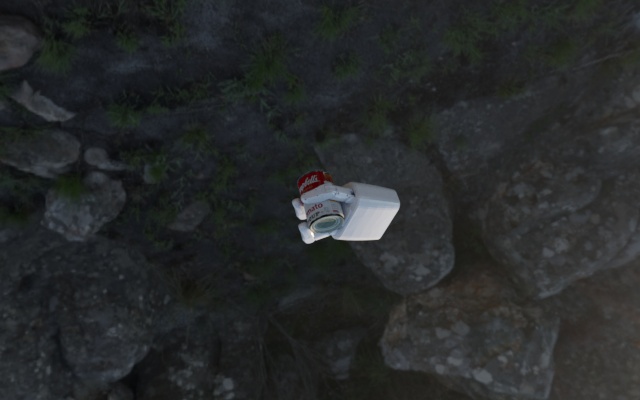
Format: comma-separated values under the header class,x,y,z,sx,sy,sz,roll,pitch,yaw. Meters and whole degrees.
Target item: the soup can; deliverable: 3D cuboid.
class,x,y,z,sx,sy,sz,roll,pitch,yaw
soup can,0.000,0.003,0.893,0.068,0.102,0.068,-12,-30,-7
